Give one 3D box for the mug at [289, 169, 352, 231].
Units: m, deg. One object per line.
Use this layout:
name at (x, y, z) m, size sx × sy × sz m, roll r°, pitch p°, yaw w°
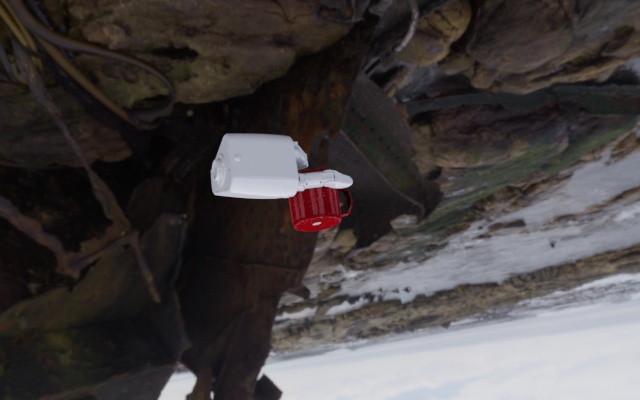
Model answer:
mug at (0.001, 0.003, 0.799) m, size 0.117 × 0.081 × 0.093 m, roll 1°, pitch -21°, yaw -27°
